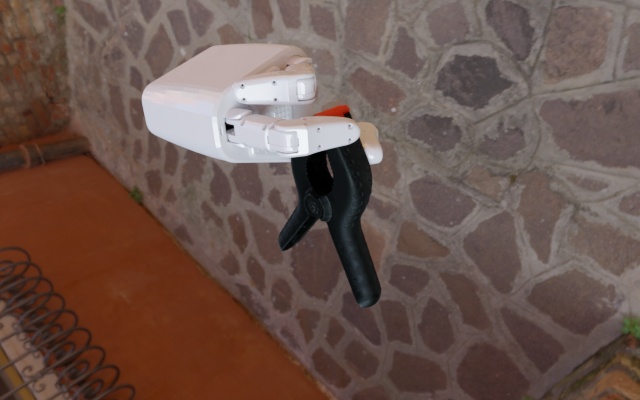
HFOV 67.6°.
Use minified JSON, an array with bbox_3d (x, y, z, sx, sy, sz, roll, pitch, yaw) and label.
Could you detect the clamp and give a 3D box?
[{"bbox_3d":[0.000,0.001,0.408,0.120,0.171,0.039,17,32,36],"label":"clamp"}]
